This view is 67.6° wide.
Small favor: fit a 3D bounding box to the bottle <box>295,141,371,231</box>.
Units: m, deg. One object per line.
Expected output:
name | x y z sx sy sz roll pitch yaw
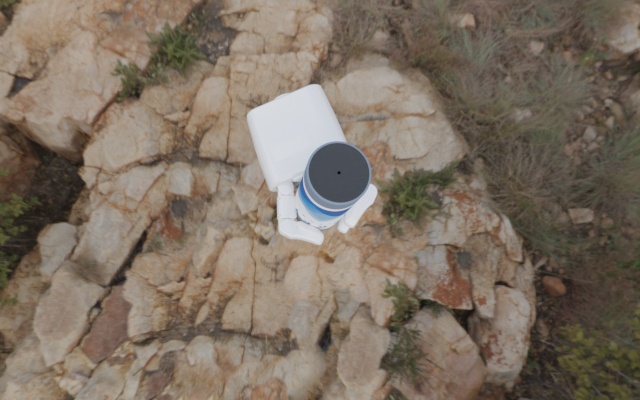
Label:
bottle | 0.000 0.002 0.619 0.069 0.069 0.296 0 -12 -7
